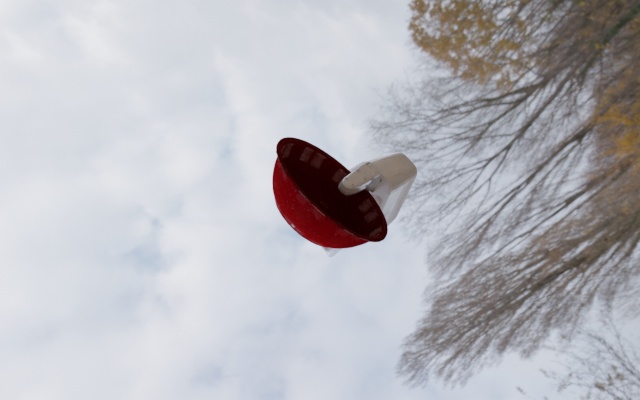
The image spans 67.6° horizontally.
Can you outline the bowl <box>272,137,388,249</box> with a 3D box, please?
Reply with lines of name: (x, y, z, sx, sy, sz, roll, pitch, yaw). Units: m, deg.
bowl: (-0.001, 0.002, 0.548, 0.055, 0.162, 0.162, -47, -22, 22)
